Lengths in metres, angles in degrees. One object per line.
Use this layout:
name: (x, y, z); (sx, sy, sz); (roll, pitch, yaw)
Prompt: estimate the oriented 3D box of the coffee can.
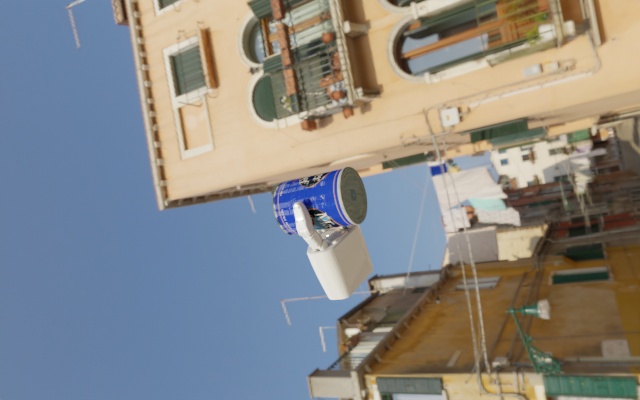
coffee can: (0.000, 0.003, 0.867); (0.140, 0.103, 0.103); (-11, -6, 29)
